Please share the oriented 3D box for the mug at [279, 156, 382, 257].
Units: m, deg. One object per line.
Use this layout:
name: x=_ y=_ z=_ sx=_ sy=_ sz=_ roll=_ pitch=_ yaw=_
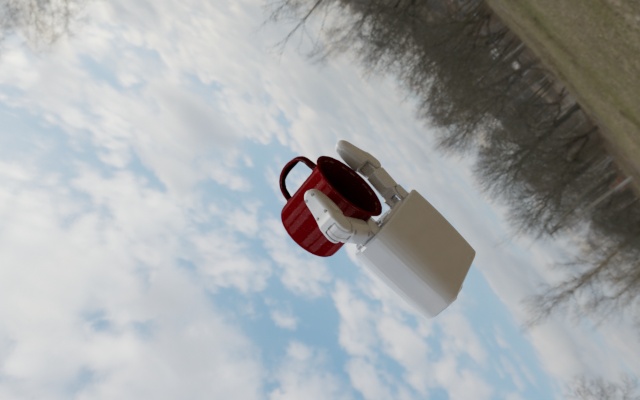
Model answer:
mug: x=-0.001 y=0.001 z=0.543 sx=0.117 sy=0.081 sz=0.093 roll=43 pitch=23 yaw=4
